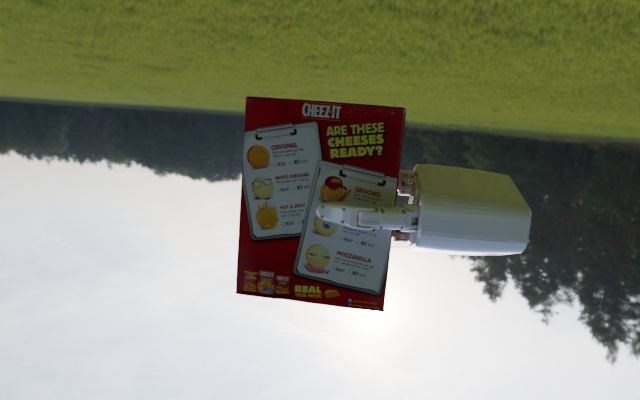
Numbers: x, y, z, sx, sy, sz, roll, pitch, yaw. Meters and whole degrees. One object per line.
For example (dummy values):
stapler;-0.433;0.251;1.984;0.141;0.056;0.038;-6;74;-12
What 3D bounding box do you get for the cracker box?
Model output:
cracker box;0.000;0.002;0.521;0.164;0.214;0.072;6;9;7
